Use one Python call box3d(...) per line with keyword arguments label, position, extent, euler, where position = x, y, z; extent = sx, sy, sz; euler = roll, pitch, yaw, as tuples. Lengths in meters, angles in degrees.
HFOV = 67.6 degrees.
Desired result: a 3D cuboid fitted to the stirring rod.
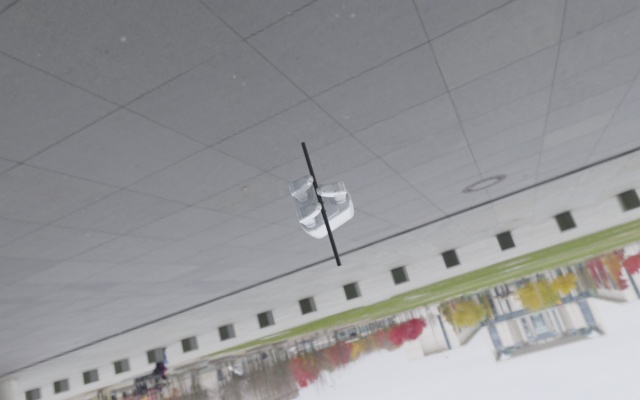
box3d(label="stirring rod", position=(0.000, 0.003, 0.864), extent=(0.011, 0.239, 0.011), euler=(-15, -16, -4))
